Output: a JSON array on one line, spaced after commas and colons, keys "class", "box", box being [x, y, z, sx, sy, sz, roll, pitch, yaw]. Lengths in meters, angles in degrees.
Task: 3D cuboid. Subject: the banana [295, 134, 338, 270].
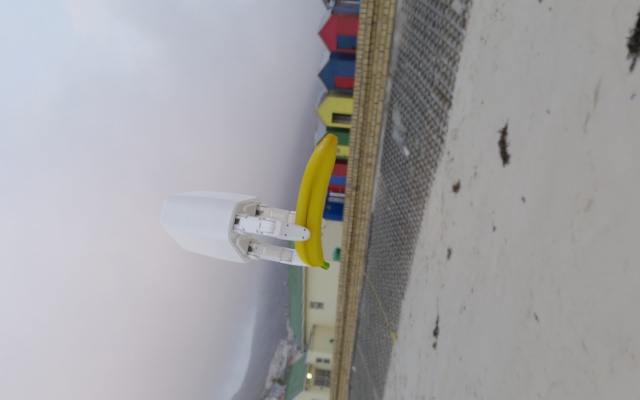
[{"class": "banana", "box": [-0.008, 0.009, 0.648, 0.037, 0.198, 0.069, 11, 16, 21]}]
